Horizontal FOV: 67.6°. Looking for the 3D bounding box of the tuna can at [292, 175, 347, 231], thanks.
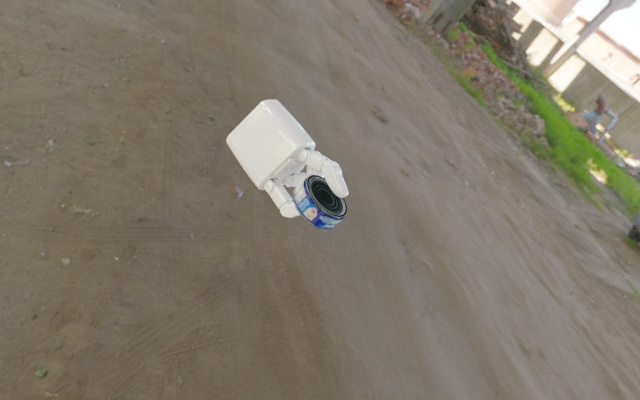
[{"bbox_3d":[0.001,0.002,0.733,0.034,0.086,0.086,-43,-25,30],"label":"tuna can"}]
